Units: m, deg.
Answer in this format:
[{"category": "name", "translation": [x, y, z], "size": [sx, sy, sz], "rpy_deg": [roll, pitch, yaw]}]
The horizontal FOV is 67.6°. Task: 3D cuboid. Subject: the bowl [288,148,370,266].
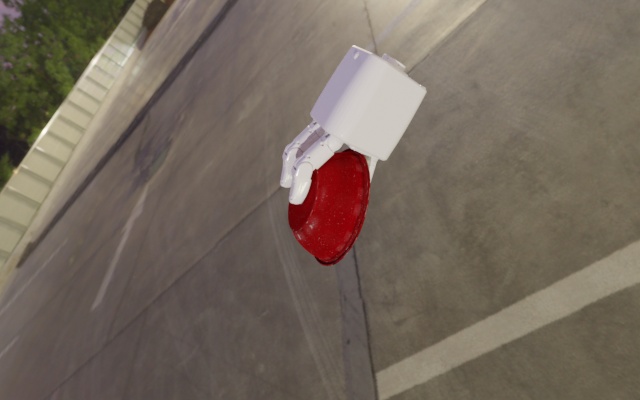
[{"category": "bowl", "translation": [-0.001, 0.003, 0.629], "size": [0.055, 0.162, 0.162], "rpy_deg": [14, -6, -24]}]
